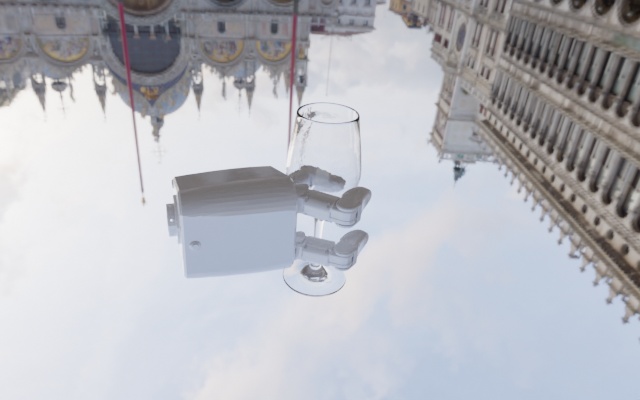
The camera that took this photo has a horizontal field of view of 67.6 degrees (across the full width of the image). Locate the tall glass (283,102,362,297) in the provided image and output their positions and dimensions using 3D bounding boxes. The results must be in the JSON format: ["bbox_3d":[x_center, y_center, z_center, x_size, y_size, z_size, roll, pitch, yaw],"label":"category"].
[{"bbox_3d":[0.000,0.002,0.510,0.079,0.201,0.079,4,29,-2],"label":"tall glass"}]
